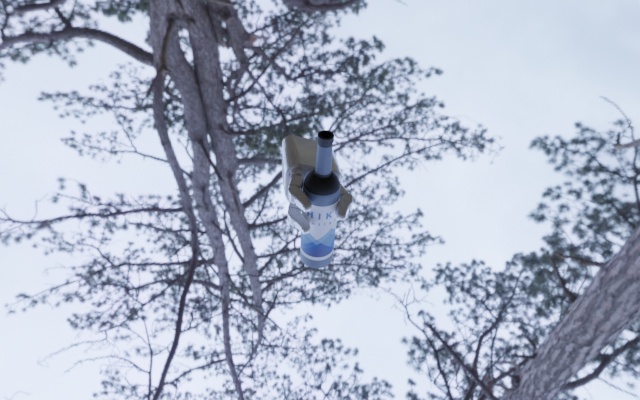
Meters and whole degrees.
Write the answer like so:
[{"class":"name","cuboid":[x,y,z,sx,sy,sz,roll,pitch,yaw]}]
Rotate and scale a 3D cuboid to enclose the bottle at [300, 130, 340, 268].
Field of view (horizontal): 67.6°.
[{"class":"bottle","cuboid":[0.000,0.003,0.873,0.069,0.296,0.069,3,41,-2]}]
